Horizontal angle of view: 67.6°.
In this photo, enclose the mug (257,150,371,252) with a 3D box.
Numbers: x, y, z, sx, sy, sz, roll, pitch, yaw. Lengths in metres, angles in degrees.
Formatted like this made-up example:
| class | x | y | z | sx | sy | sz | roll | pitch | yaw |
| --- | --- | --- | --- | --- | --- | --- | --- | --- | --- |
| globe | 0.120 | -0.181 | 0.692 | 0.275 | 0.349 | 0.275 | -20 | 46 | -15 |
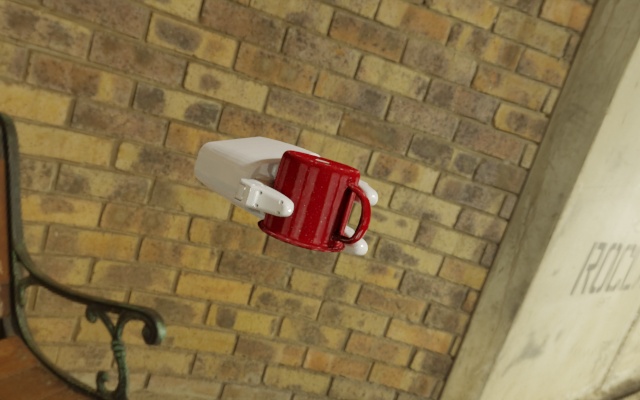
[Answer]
| class | x | y | z | sx | sy | sz | roll | pitch | yaw |
| --- | --- | --- | --- | --- | --- | --- | --- | --- | --- |
| mug | 0.001 | 0.002 | 0.474 | 0.117 | 0.081 | 0.093 | 23 | 11 | 39 |
